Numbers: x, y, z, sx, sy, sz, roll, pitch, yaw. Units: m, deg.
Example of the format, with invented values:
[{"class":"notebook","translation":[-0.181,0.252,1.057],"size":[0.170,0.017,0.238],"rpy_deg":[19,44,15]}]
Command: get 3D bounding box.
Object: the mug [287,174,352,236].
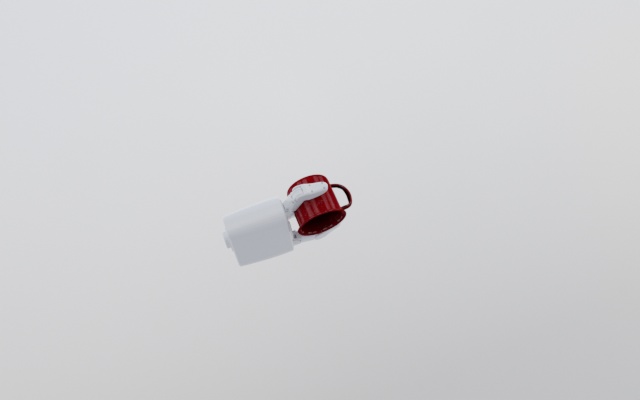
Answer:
[{"class":"mug","translation":[0.001,0.002,0.865],"size":[0.117,0.081,0.093],"rpy_deg":[-18,-23,-12]}]
